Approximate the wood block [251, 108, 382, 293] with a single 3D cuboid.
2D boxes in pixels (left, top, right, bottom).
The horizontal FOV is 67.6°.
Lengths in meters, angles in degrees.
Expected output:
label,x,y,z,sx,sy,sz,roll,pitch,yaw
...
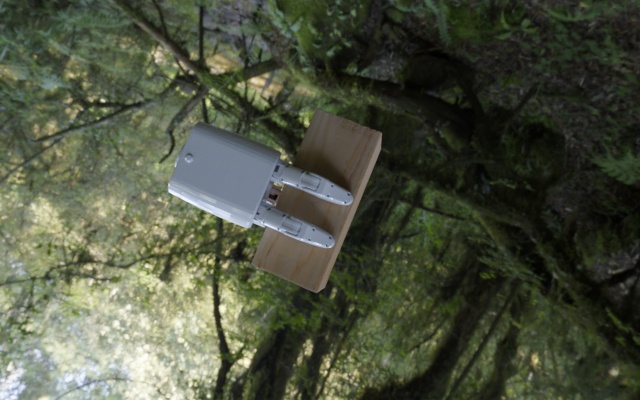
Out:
label,x,y,z,sx,sy,sz,roll,pitch,yaw
wood block,0.000,0.002,0.613,0.090,0.206,0.091,22,-3,7
